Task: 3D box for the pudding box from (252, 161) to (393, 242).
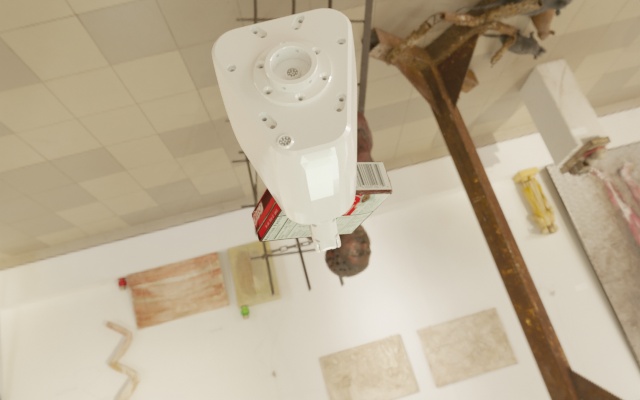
[{"bbox_3d":[0.000,0.002,0.463,0.113,0.039,0.090,-1,-29,-29],"label":"pudding box"}]
